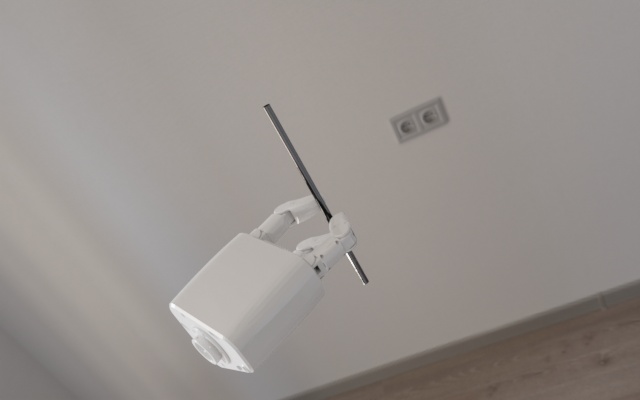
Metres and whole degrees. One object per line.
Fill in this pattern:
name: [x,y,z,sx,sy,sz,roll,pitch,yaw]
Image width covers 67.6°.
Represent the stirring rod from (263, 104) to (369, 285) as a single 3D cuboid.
stirring rod: [0.000,0.002,0.523,0.011,0.240,0.011,-24,24,12]
